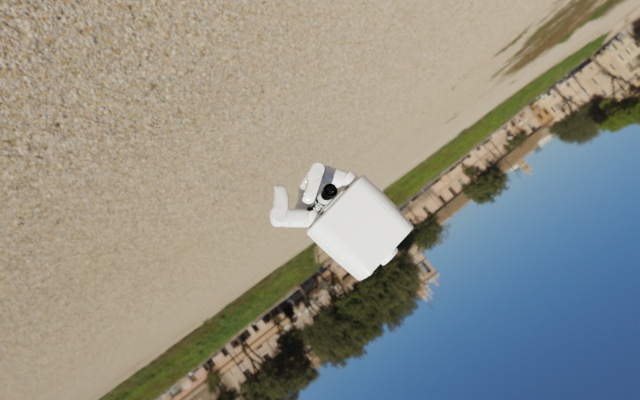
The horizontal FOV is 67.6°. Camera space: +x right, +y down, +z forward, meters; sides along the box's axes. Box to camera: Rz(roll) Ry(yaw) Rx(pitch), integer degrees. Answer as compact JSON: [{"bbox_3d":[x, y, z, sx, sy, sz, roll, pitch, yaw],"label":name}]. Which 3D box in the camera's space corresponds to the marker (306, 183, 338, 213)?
[{"bbox_3d":[0.000,0.002,0.659,0.020,0.020,0.121,0,-16,-14],"label":"marker"}]
